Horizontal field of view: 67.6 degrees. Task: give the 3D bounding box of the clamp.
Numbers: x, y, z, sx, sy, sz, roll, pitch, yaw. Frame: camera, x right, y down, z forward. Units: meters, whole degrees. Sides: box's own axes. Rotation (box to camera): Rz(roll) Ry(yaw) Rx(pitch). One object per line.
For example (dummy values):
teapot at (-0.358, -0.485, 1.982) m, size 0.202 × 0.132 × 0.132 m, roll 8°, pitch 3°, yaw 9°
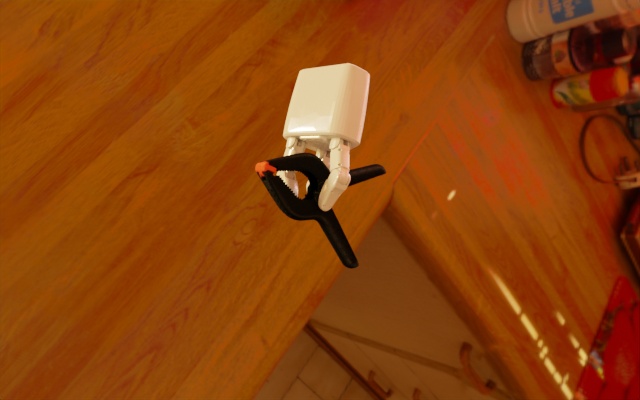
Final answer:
clamp at (0.000, 0.002, 0.674) m, size 0.210 × 0.164 × 0.036 m, roll 17°, pitch -10°, yaw -34°
